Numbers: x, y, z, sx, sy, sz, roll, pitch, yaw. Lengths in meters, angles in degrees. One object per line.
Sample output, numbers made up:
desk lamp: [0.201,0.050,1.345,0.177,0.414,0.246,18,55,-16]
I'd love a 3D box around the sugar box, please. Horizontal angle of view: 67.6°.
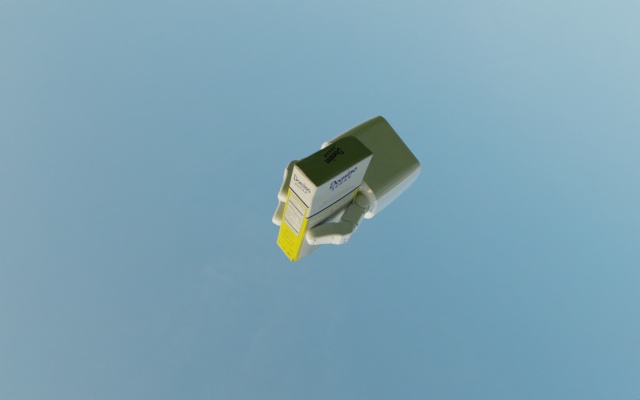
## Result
sugar box: [0.000,0.002,0.607,0.093,0.048,0.176,-31,-25,-30]
